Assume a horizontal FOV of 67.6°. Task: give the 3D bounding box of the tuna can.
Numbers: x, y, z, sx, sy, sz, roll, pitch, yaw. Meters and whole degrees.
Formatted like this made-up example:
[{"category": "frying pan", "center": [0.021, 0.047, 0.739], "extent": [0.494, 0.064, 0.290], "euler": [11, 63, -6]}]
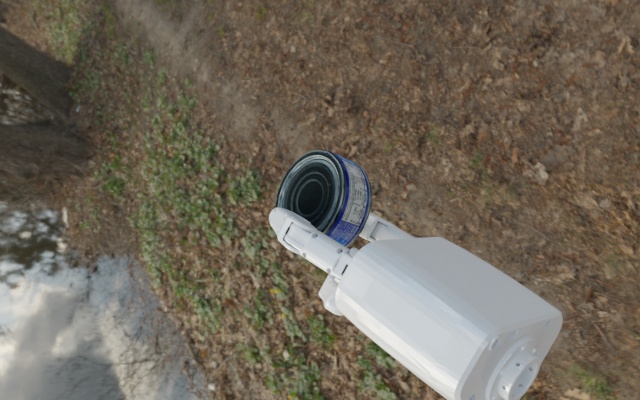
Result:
[{"category": "tuna can", "center": [0.000, 0.001, 0.405], "extent": [0.034, 0.086, 0.086], "euler": [20, -14, -42]}]
